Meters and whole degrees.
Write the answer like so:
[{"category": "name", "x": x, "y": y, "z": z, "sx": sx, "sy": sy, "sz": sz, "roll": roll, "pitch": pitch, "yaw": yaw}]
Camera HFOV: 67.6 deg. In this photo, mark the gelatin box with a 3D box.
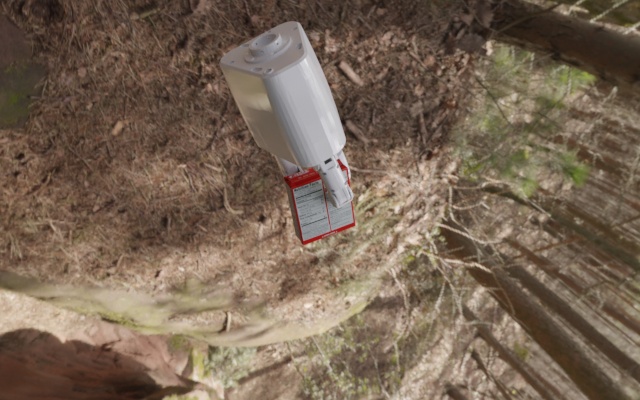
[{"category": "gelatin box", "x": 0.000, "y": 0.002, "z": 0.577, "sx": 0.073, "sy": 0.089, "sz": 0.030, "roll": -20, "pitch": 34, "yaw": -15}]
